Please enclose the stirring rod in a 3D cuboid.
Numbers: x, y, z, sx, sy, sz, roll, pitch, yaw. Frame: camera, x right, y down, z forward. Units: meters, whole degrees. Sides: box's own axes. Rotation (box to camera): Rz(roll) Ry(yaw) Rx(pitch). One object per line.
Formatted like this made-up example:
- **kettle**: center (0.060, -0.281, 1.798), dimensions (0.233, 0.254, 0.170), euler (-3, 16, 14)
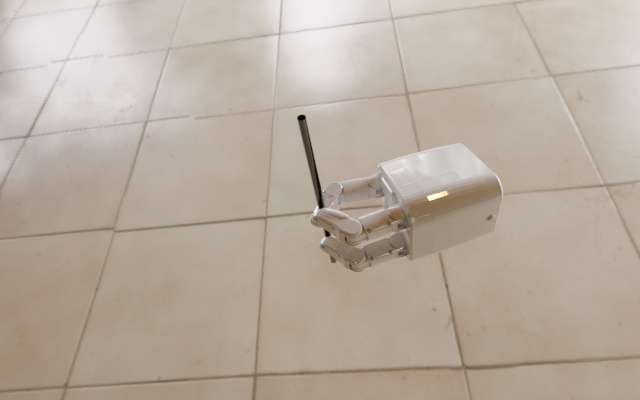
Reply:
- **stirring rod**: center (0.000, 0.002, 0.511), dimensions (0.011, 0.011, 0.240), euler (0, -38, 10)
